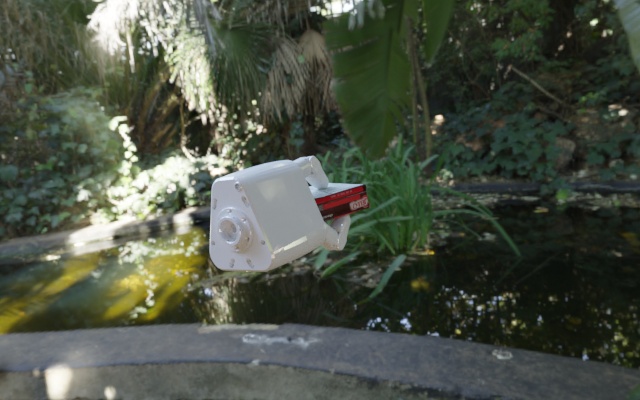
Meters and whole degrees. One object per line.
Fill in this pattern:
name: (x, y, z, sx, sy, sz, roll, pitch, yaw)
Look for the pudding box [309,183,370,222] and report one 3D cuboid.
pudding box: (0.000, 0.002, 0.668, 0.090, 0.039, 0.113, -15, 12, -29)
